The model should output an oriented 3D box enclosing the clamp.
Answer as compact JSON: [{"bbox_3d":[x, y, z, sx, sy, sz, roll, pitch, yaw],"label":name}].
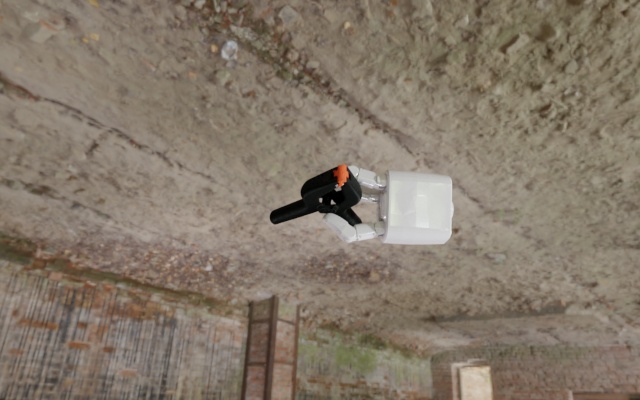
[{"bbox_3d":[0.000,0.003,0.762,0.164,0.036,0.210,2,-24,-4],"label":"clamp"}]
